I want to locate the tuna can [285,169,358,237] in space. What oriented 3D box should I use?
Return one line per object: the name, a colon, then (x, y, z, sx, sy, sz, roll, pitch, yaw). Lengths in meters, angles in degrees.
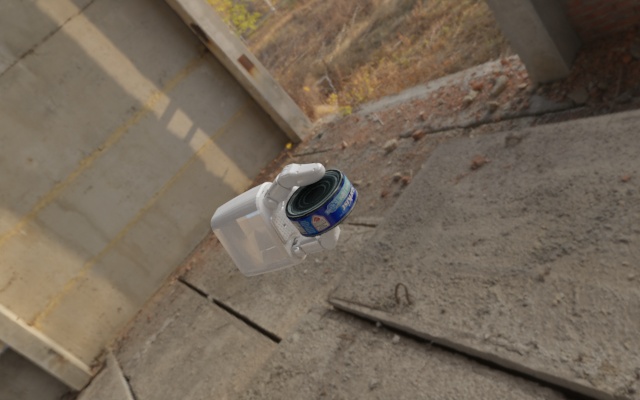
tuna can: (0.000, 0.001, 0.570, 0.086, 0.034, 0.086, -30, 26, 17)
